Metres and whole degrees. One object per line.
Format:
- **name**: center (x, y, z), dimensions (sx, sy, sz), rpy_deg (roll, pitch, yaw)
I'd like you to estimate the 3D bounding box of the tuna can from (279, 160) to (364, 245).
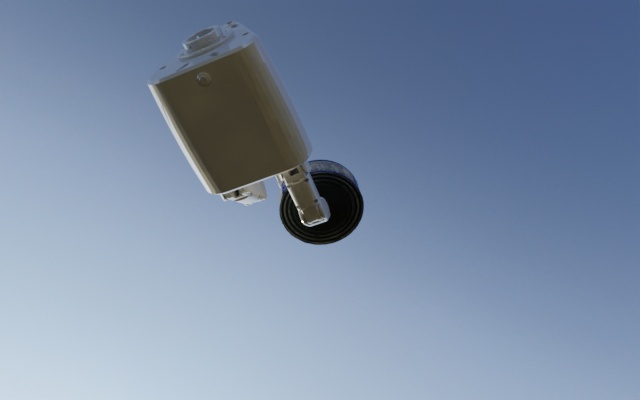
- **tuna can**: center (0.000, 0.001, 0.494), dimensions (0.086, 0.086, 0.033), rpy_deg (0, 30, -6)
